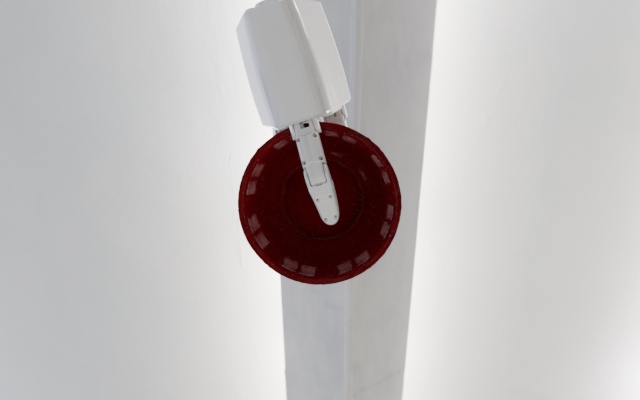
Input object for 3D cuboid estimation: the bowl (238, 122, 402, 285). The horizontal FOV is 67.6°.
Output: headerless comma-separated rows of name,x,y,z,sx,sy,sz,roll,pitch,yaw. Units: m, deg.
bowl,0.000,0.003,0.493,0.162,0.162,0.055,0,6,4
